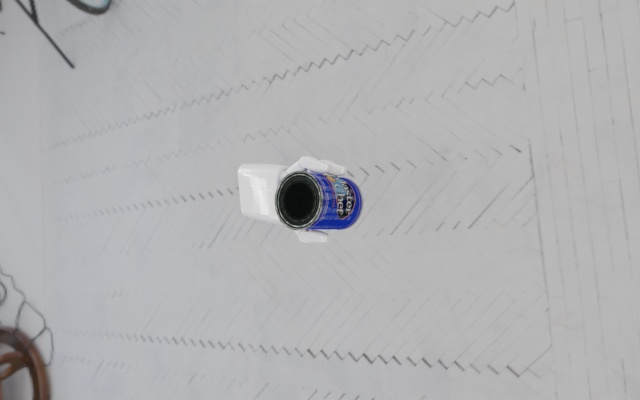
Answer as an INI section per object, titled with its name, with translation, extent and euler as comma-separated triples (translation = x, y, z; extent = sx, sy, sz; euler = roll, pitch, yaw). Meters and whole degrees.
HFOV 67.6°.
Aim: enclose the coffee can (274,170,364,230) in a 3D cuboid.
[coffee can]
translation = 0.000, 0.003, 0.867
extent = 0.103, 0.103, 0.140
euler = 0, -3, 34
